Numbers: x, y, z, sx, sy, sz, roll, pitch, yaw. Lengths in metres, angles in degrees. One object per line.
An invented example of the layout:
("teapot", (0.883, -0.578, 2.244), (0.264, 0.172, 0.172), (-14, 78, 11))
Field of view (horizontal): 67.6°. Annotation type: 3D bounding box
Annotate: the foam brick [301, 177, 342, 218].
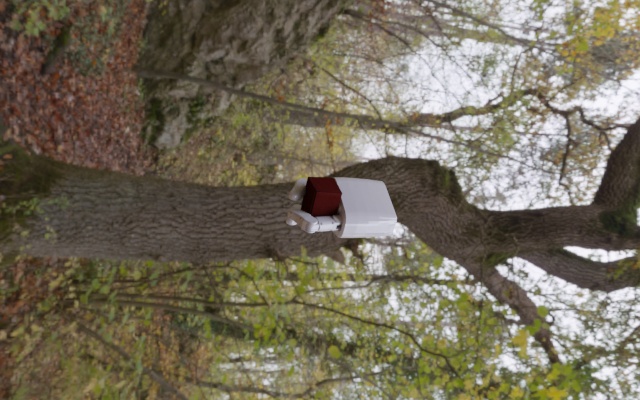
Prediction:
("foam brick", (0.000, 0.003, 0.855), (0.051, 0.078, 0.053), (1, 34, -19))
